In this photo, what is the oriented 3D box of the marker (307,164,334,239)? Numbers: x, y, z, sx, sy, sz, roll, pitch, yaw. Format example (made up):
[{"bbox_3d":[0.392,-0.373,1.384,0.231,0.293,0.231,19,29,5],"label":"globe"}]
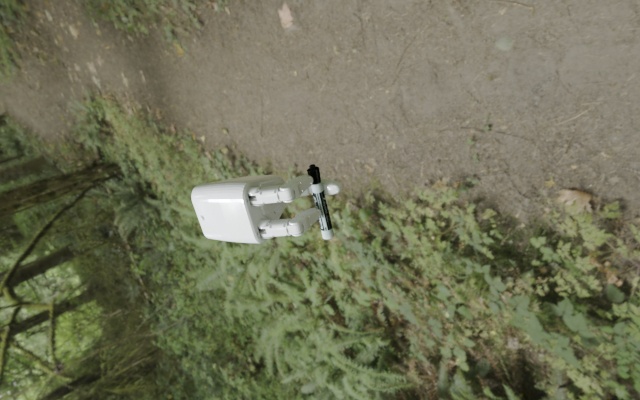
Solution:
[{"bbox_3d":[0.000,0.002,0.727,0.020,0.121,0.020,-11,22,5],"label":"marker"}]
